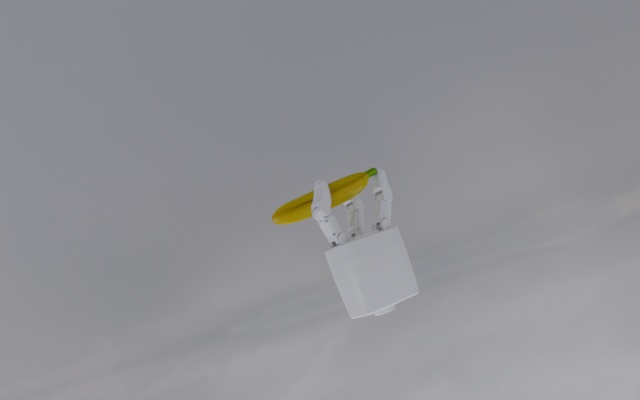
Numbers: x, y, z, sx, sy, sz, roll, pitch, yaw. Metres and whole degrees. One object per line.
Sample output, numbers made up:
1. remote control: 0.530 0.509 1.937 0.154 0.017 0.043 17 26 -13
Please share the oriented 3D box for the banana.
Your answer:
1. banana: -0.003 0.002 0.751 0.198 0.037 0.069 -23 -5 20
